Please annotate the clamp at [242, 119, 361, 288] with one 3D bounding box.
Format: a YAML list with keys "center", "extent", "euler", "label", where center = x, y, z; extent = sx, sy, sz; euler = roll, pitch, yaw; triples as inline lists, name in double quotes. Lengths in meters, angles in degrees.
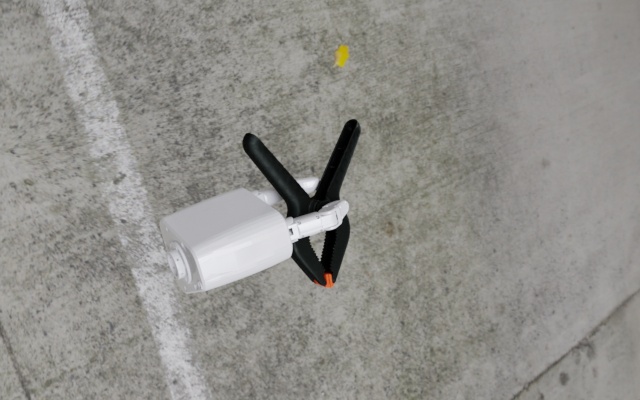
- center: [0.000, 0.003, 0.590]
  extent: [0.164, 0.210, 0.036]
  euler: [-22, 17, -32]
  label: "clamp"
